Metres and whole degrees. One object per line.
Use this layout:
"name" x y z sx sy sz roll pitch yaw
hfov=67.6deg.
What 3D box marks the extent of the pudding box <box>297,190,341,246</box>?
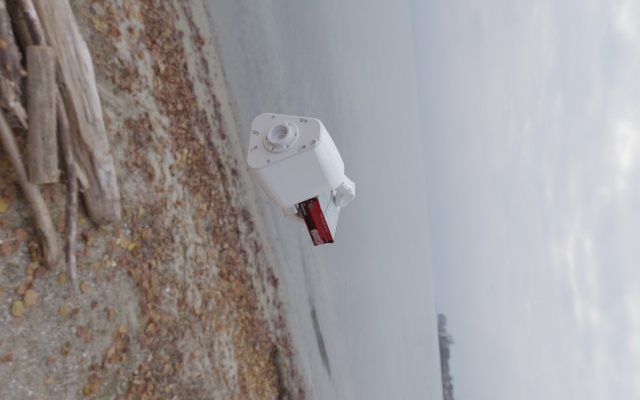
"pudding box" 0.000 0.002 0.761 0.039 0.090 0.113 -8 33 17
